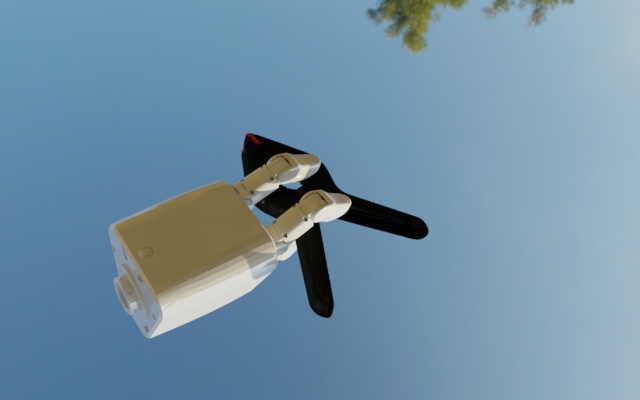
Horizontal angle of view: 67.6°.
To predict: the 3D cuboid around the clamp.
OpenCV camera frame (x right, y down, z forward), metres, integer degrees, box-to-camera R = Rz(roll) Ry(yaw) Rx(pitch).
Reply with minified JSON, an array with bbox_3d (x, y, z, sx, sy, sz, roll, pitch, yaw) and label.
[{"bbox_3d":[-0.001,0.002,0.486,0.164,0.210,0.036,-23,-30,-37],"label":"clamp"}]
